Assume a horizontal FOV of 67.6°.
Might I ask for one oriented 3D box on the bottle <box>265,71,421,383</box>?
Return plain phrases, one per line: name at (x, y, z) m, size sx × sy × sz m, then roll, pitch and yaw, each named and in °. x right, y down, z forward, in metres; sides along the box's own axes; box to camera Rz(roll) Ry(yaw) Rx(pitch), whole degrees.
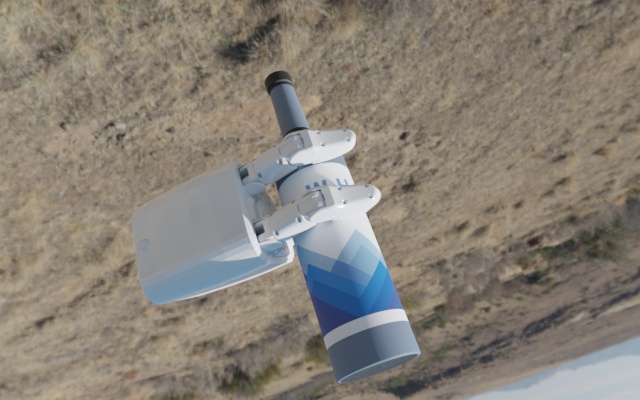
bottle at (0.000, 0.002, 0.422) m, size 0.069 × 0.295 × 0.069 m, roll -15°, pitch -26°, yaw -8°
